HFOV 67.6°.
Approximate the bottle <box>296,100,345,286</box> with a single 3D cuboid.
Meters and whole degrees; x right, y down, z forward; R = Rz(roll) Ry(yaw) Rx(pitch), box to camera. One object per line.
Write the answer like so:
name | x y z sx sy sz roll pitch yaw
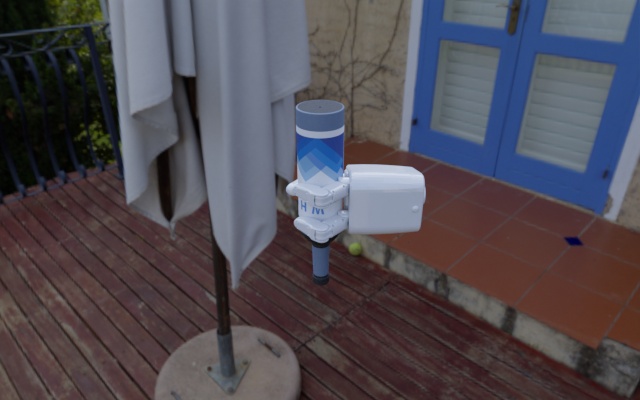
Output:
bottle | 0.000 0.002 0.717 0.069 0.296 0.069 0 28 0
